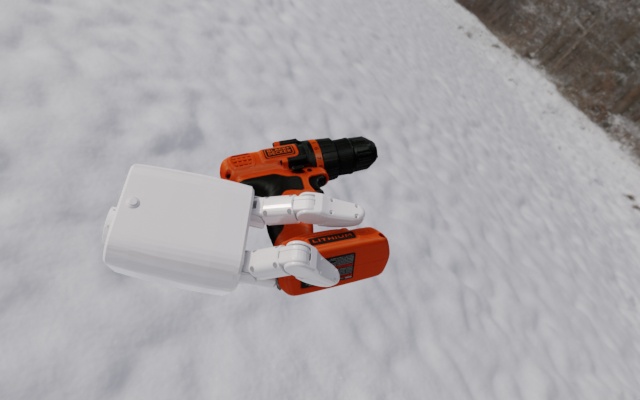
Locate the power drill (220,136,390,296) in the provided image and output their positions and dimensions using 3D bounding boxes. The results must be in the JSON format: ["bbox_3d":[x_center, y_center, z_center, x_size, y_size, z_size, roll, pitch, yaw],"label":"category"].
[{"bbox_3d":[0.000,0.002,0.496,0.184,0.057,0.187,-13,42,-13],"label":"power drill"}]
